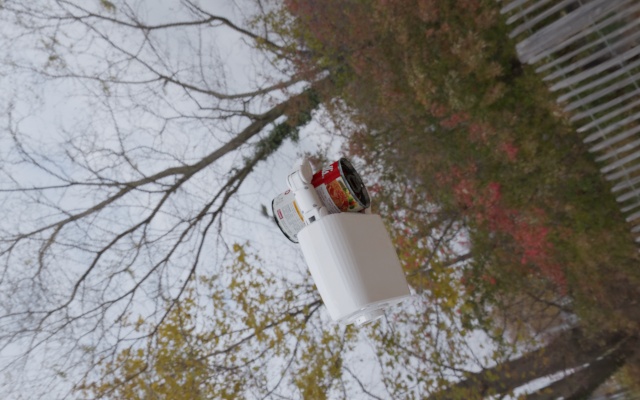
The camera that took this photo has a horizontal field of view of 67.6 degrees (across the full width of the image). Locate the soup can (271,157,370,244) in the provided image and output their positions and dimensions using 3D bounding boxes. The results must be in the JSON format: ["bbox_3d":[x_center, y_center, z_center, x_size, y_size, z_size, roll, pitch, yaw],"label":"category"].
[{"bbox_3d":[0.000,0.002,0.581,0.102,0.068,0.068,-29,-11,19],"label":"soup can"}]
